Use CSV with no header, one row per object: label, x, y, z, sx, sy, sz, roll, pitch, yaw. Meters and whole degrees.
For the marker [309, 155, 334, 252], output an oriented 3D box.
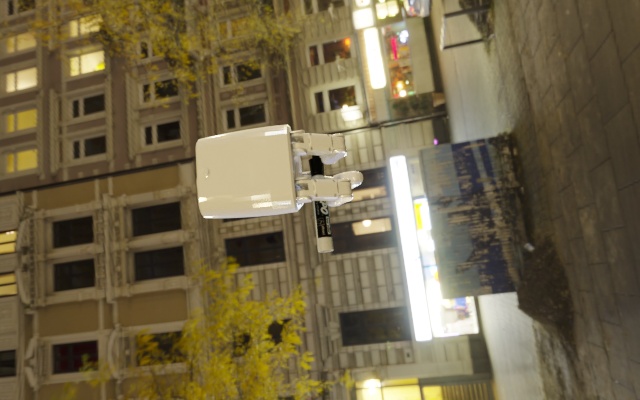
marker,0.000,0.002,0.579,0.020,0.121,0.020,-6,-14,-1
